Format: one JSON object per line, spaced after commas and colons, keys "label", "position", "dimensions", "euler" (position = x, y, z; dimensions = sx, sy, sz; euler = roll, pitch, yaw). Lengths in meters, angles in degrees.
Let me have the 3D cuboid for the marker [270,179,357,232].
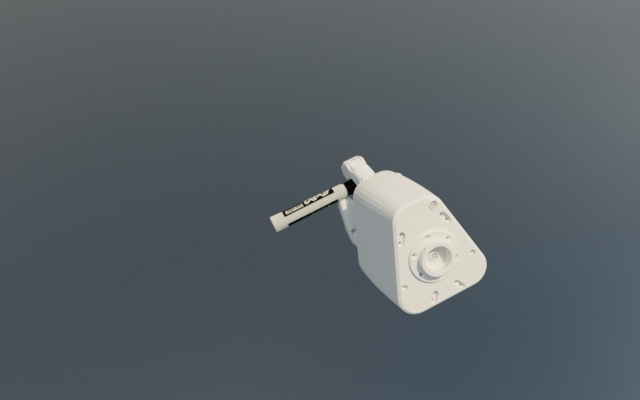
{"label": "marker", "position": [0.000, 0.002, 0.551], "dimensions": [0.121, 0.020, 0.020], "euler": [-26, 3, -7]}
